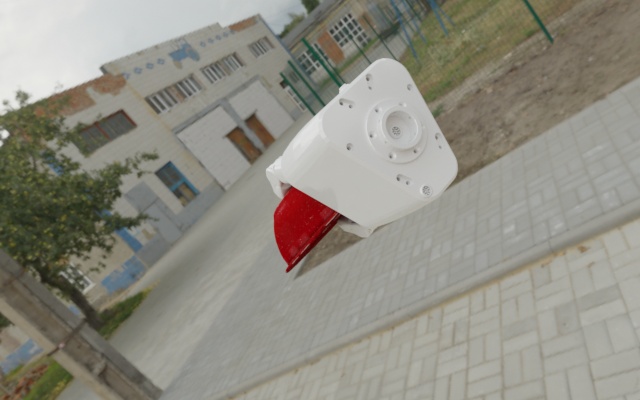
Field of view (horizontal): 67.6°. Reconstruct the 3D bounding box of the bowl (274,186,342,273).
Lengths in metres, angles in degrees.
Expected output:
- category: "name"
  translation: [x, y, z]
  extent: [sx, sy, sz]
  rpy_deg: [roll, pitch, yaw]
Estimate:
- category: "bowl"
  translation: [-0.001, 0.002, 0.519]
  extent: [0.055, 0.162, 0.162]
  rpy_deg: [43, 5, 5]
